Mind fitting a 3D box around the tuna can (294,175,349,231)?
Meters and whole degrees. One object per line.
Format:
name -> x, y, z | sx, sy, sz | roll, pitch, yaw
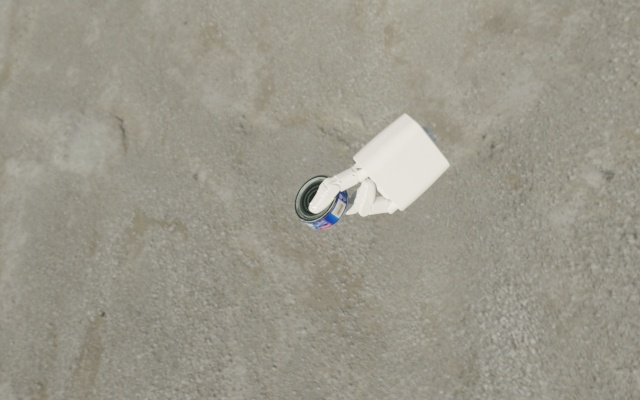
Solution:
tuna can -> 0.000, 0.002, 0.765 | 0.086, 0.086, 0.034 | 0, -24, 38
